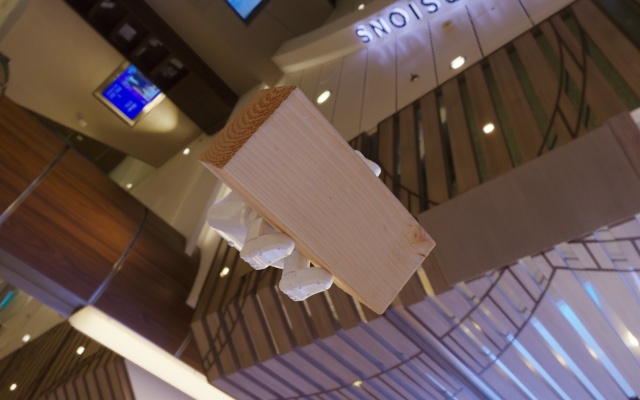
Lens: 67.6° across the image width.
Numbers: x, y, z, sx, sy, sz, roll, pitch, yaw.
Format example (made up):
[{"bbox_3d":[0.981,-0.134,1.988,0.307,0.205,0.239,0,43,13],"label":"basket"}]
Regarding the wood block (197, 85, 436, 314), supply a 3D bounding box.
[{"bbox_3d":[0.000,0.001,0.445,0.206,0.091,0.090,45,-11,-26],"label":"wood block"}]
